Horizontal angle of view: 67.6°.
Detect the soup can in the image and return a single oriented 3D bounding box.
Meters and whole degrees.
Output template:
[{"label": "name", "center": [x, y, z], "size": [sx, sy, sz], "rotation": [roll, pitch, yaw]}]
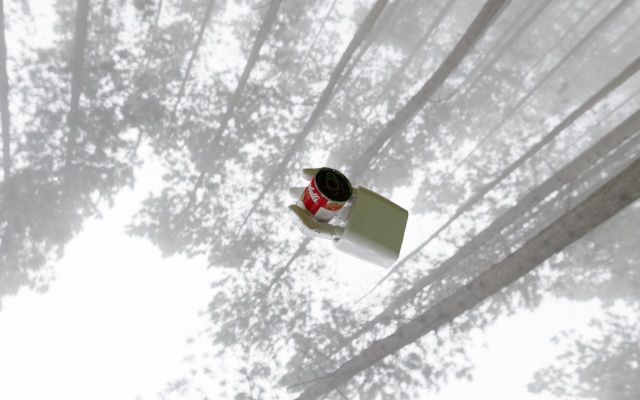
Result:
[{"label": "soup can", "center": [0.000, 0.003, 0.794], "size": [0.068, 0.068, 0.102], "rotation": [0, -34, -31]}]
